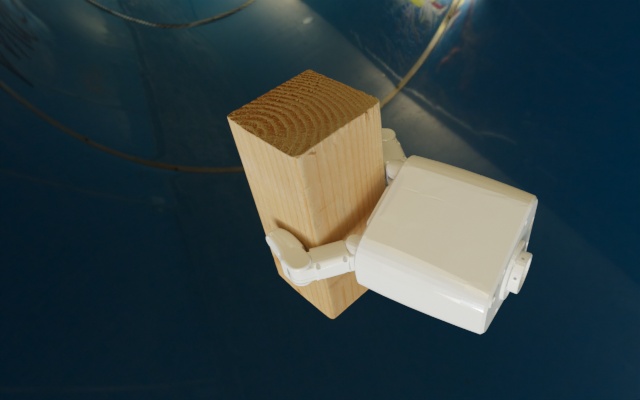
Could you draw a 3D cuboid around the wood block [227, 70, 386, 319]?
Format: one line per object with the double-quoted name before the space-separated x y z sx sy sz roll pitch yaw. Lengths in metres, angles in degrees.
"wood block" 0.000 0.002 0.441 0.091 0.206 0.090 -36 49 -24
